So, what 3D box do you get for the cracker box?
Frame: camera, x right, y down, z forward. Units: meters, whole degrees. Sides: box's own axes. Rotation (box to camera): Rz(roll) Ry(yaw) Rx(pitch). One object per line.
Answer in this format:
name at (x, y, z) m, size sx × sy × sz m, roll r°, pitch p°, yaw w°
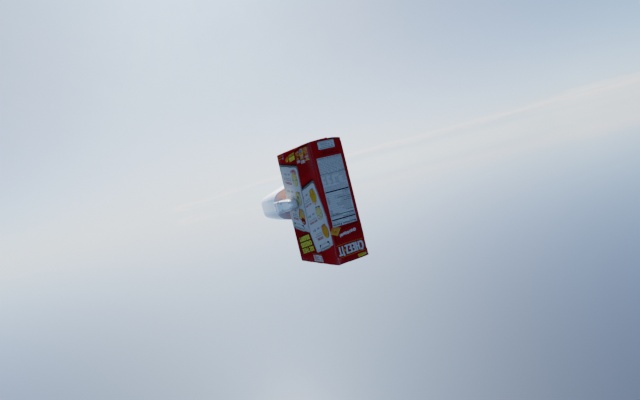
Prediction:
cracker box at (0.000, 0.003, 0.871) m, size 0.072 × 0.214 × 0.164 m, roll -16°, pitch 3°, yaw -25°
